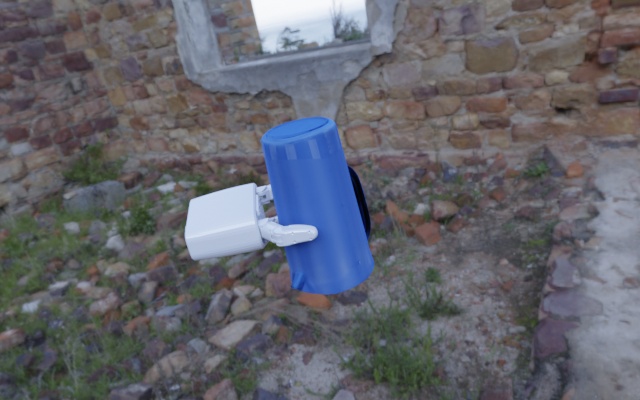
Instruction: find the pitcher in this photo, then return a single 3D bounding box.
[{"bbox_3d":[0.000,0.002,0.713,0.145,0.243,0.149,-13,21,1],"label":"pitcher"}]
